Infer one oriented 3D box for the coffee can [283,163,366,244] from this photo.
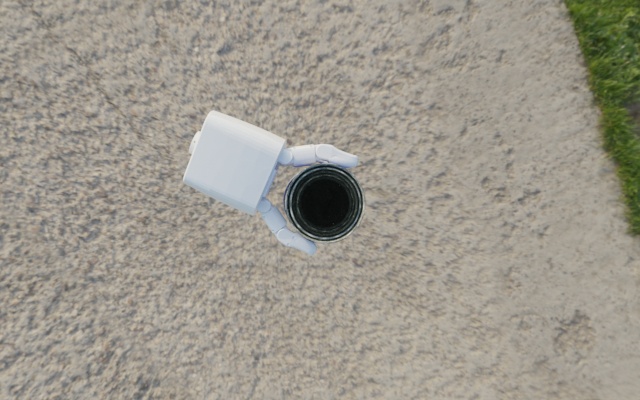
[{"bbox_3d":[0.000,0.002,0.668,0.103,0.103,0.140,0,1,-5],"label":"coffee can"}]
